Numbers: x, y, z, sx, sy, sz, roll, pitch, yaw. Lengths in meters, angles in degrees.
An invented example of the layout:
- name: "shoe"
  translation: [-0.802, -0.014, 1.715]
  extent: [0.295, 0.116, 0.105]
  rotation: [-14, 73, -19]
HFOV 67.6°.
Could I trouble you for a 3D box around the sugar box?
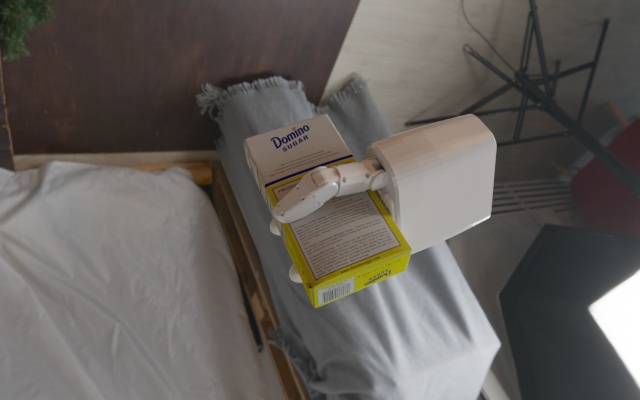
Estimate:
- name: "sugar box"
  translation: [0.000, 0.002, 0.448]
  extent: [0.093, 0.176, 0.048]
  rotation: [-19, -35, -13]
